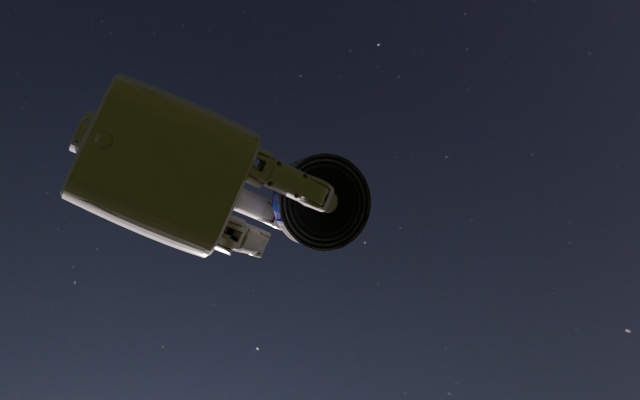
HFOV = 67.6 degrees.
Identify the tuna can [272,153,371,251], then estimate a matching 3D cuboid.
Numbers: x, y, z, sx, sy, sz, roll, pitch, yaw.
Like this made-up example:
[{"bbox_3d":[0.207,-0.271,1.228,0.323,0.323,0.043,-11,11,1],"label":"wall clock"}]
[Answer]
[{"bbox_3d":[0.000,0.001,0.433,0.086,0.086,0.034,0,1,-20],"label":"tuna can"}]
